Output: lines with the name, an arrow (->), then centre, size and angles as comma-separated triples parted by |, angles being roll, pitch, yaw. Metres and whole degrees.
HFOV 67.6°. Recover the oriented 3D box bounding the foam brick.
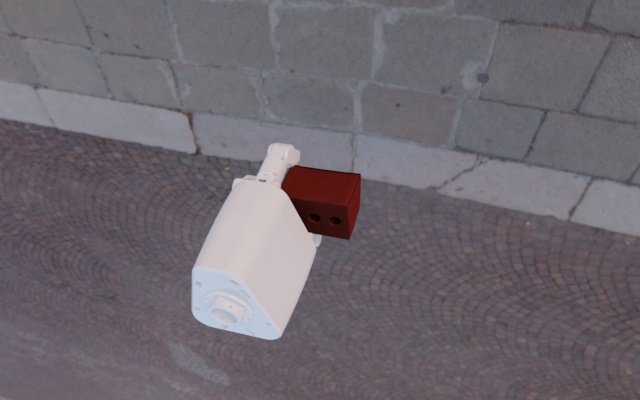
foam brick -> 0.000, 0.002, 0.507 | 0.078, 0.053, 0.051 | 8, 46, 14
